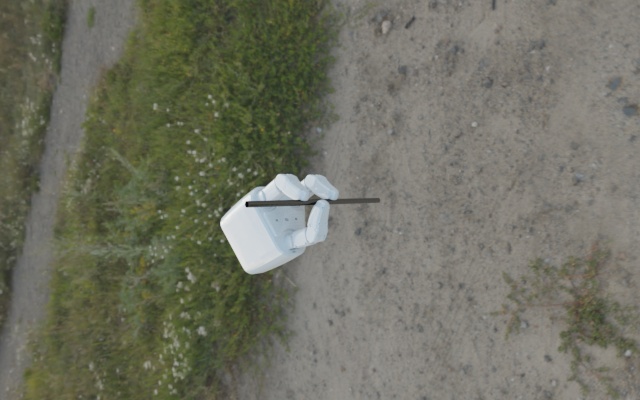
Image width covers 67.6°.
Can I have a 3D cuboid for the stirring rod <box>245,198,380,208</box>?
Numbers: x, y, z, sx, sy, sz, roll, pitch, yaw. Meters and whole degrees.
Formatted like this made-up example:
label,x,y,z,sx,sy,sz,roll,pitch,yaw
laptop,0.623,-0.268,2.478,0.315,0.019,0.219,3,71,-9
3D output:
label,x,y,z,sx,sy,sz,roll,pitch,yaw
stirring rod,0.000,0.002,0.654,0.239,0.011,0.011,-2,1,-42
